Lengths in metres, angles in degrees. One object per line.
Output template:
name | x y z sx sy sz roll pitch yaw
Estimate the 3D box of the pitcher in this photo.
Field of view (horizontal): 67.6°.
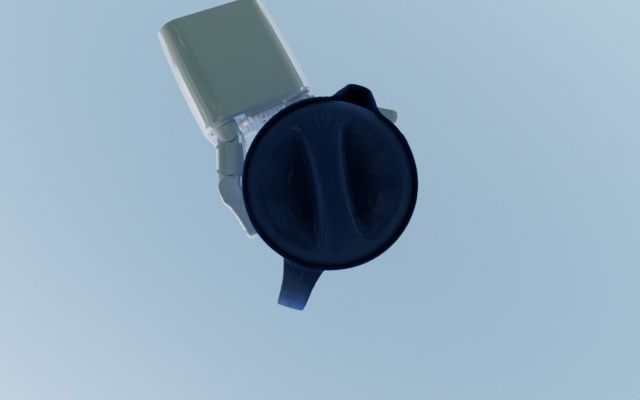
pitcher | 0.000 0.001 0.471 0.149 0.145 0.243 -29 -2 -3
